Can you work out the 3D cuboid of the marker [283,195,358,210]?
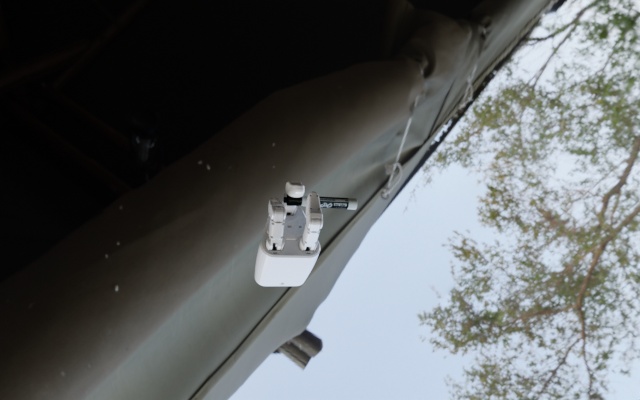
[{"bbox_3d":[0.000,0.002,0.774,0.121,0.020,0.020,3,-1,-15],"label":"marker"}]
